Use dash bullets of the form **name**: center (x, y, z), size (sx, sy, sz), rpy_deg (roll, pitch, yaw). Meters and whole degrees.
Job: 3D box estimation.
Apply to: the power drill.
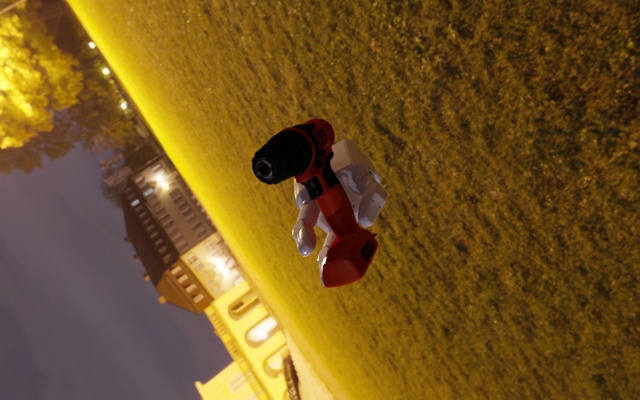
- **power drill**: center (0.000, 0.002, 0.554), size (0.057, 0.188, 0.184), rpy_deg (-17, 13, 25)
